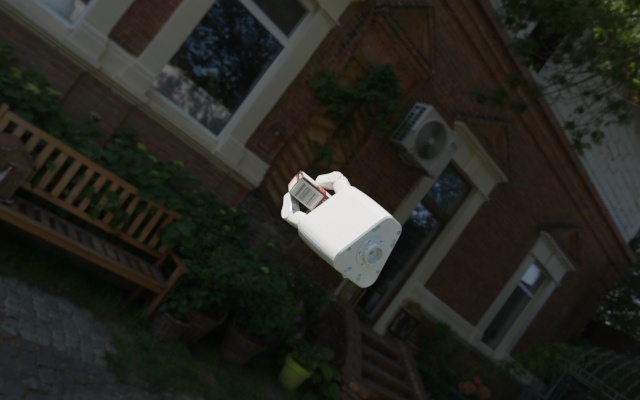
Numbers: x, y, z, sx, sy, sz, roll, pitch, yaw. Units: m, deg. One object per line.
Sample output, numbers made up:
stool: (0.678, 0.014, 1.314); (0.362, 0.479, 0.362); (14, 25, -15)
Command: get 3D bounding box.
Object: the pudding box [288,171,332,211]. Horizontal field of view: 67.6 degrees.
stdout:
pudding box: (0.000, 0.002, 0.789); (0.113, 0.039, 0.090); (41, 3, -10)
